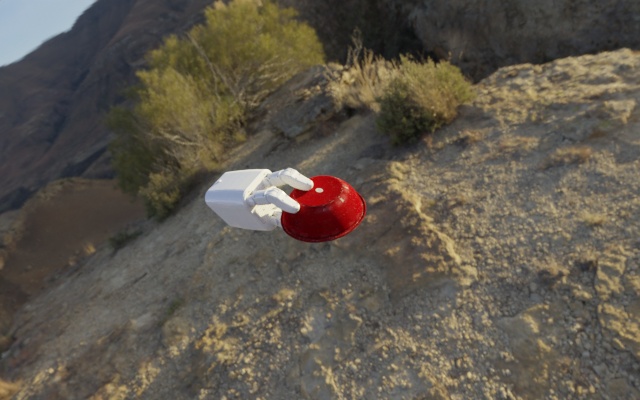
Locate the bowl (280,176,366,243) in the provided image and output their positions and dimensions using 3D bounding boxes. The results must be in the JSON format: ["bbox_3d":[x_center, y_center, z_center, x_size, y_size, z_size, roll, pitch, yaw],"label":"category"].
[{"bbox_3d":[0.001,0.002,0.871,0.162,0.055,0.162,-8,38,6],"label":"bowl"}]
